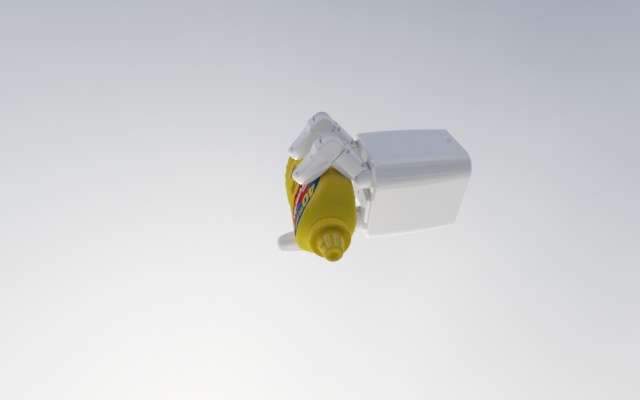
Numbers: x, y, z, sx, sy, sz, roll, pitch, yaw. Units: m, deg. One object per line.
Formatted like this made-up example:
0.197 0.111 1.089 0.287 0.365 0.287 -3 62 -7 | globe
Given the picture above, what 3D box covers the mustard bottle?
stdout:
0.000 0.002 0.519 0.058 0.096 0.191 16 27 -18 | mustard bottle
